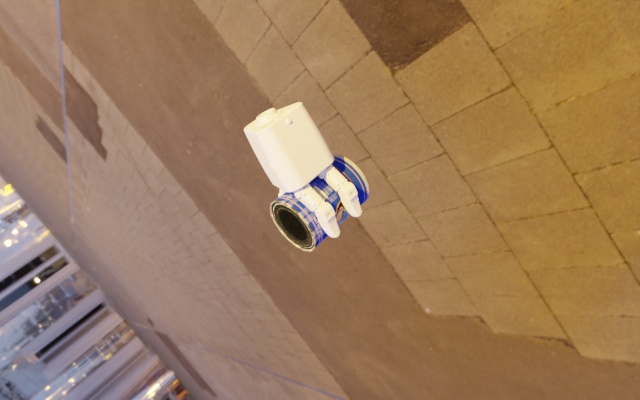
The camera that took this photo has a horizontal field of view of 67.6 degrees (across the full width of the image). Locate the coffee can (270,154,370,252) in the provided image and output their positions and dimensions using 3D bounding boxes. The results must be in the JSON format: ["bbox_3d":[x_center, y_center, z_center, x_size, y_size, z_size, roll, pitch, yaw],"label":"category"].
[{"bbox_3d":[0.000,0.003,0.803,0.140,0.103,0.103,-41,22,-28],"label":"coffee can"}]
